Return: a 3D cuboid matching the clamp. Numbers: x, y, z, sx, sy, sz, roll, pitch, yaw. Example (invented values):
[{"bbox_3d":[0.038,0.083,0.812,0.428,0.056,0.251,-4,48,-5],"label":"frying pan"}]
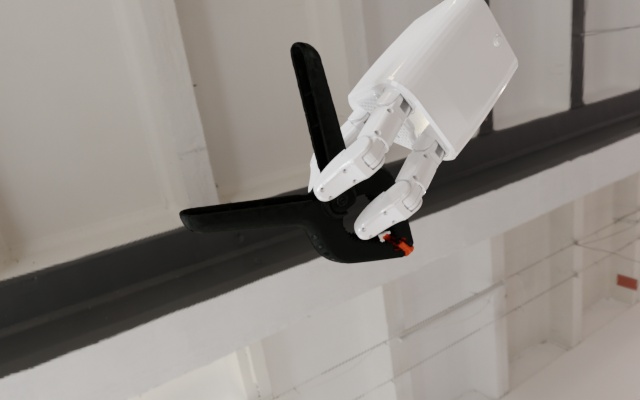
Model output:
[{"bbox_3d":[0.000,0.001,0.402,0.210,0.164,0.036,43,-7,-31],"label":"clamp"}]
